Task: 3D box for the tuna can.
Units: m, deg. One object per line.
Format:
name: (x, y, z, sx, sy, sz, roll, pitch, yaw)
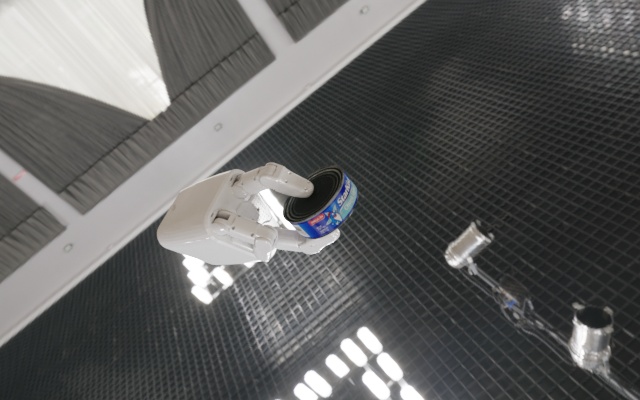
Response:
tuna can: (0.000, 0.002, 0.543, 0.086, 0.086, 0.034, 0, -40, 51)
